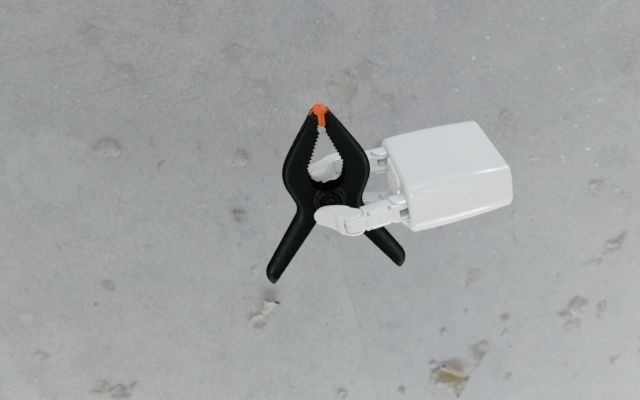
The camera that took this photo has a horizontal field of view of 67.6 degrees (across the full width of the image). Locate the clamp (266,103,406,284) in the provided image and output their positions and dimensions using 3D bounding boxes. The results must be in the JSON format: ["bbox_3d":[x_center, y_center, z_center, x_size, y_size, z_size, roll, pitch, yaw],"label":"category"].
[{"bbox_3d":[0.000,0.002,0.527,0.164,0.210,0.036,-14,25,0],"label":"clamp"}]
